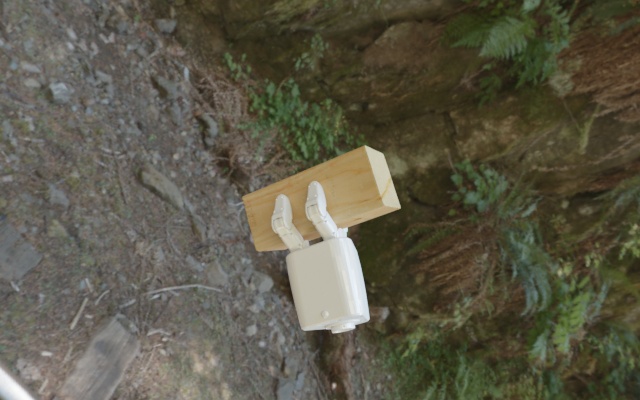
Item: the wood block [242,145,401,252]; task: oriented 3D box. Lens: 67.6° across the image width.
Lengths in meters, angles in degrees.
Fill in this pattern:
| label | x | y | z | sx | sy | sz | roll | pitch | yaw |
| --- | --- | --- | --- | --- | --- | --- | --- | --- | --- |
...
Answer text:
| label | x | y | z | sx | sy | sz | roll | pitch | yaw |
| --- | --- | --- | --- | --- | --- | --- | --- | --- | --- |
| wood block | 0.000 | 0.003 | 0.712 | 0.206 | 0.090 | 0.091 | -21 | -11 | 22 |
